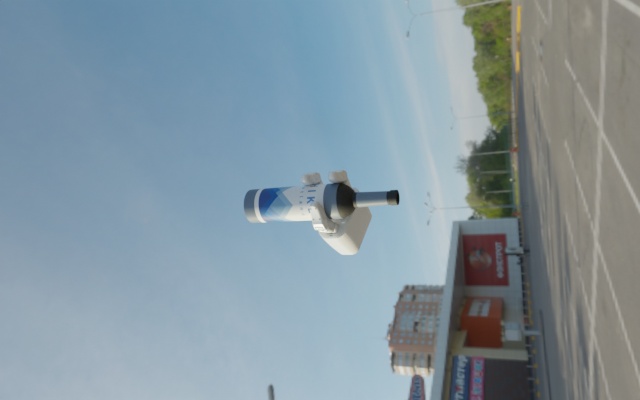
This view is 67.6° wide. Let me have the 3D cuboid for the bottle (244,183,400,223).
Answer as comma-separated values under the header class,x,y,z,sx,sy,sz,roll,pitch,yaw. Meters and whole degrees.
class,x,y,z,sx,sy,sz,roll,pitch,yaw
bottle,0.000,0.003,0.894,0.296,0.069,0.069,-4,-1,22
